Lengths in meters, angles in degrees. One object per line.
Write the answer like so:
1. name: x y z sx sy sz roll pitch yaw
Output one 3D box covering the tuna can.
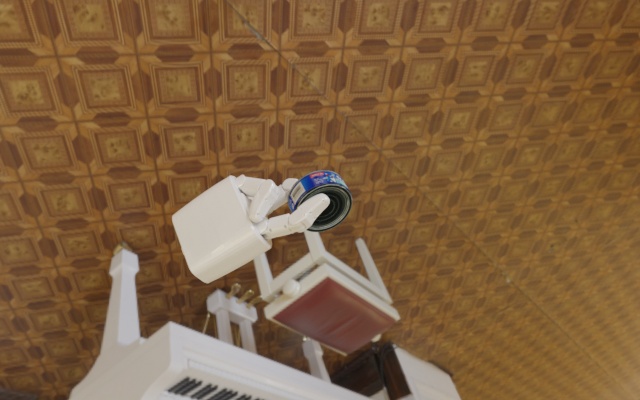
1. tuna can: 0.000 0.002 0.659 0.086 0.086 0.033 0 37 -25
